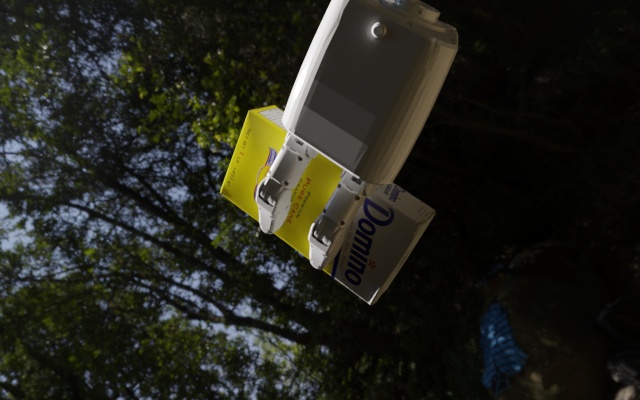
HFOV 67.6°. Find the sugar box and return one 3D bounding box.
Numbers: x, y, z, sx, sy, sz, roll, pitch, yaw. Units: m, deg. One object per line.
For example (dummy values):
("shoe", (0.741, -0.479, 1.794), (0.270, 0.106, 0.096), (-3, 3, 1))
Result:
("sugar box", (0.000, 0.001, 0.418), (0.176, 0.093, 0.048), (35, 31, 18))
